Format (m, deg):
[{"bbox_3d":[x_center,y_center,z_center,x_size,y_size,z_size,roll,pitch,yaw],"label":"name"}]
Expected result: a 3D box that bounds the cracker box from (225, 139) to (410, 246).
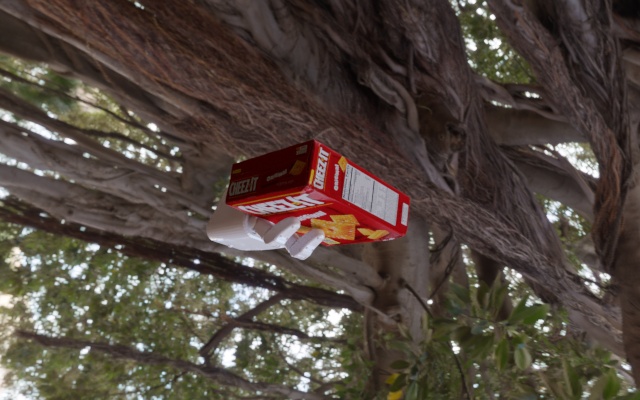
[{"bbox_3d":[0.000,0.002,0.683,0.164,0.072,0.214,-11,-27,42],"label":"cracker box"}]
